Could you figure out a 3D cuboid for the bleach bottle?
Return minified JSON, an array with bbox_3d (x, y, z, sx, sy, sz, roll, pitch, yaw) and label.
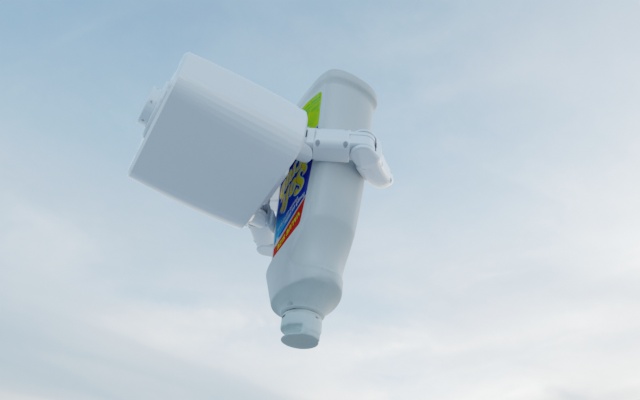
[{"bbox_3d":[0.000,0.001,0.419,0.068,0.250,0.103,25,-42,-23],"label":"bleach bottle"}]
